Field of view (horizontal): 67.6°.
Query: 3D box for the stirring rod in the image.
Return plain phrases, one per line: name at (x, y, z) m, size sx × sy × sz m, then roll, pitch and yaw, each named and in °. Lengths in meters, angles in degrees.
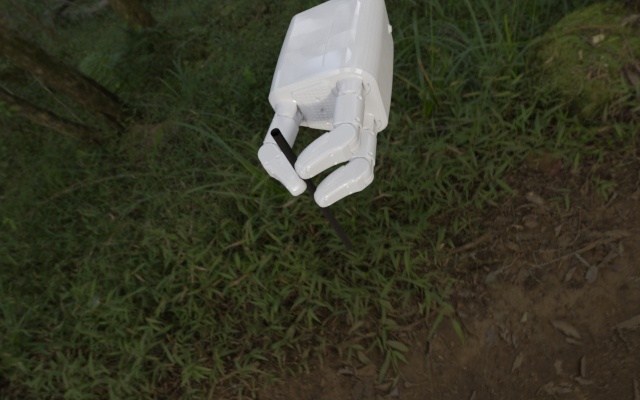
stirring rod at (0.000, 0.002, 0.465) m, size 0.011 × 0.011 × 0.240 m, roll 0°, pitch -26°, yaw 19°
